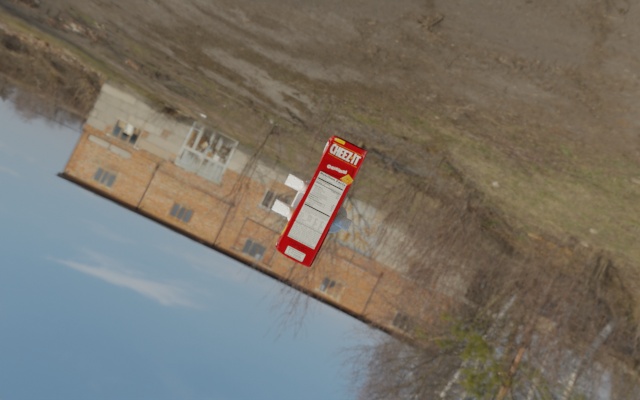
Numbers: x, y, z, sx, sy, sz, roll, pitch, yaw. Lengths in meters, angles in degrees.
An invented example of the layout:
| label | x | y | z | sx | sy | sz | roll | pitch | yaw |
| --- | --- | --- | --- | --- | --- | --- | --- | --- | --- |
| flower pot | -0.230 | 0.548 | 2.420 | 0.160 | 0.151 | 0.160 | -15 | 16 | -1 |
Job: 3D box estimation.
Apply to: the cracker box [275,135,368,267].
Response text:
| label | x | y | z | sx | sy | sz | roll | pitch | yaw |
| --- | --- | --- | --- | --- | --- | --- | --- | --- | --- |
| cracker box | 0.000 | 0.003 | 0.846 | 0.072 | 0.213 | 0.164 | 26 | -2 | 1 |
